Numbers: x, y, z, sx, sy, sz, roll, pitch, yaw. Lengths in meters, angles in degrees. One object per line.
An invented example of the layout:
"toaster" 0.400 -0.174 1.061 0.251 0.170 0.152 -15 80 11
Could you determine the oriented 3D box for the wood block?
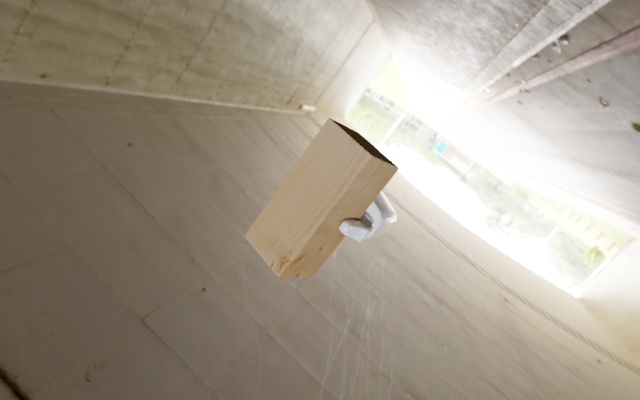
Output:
"wood block" 0.000 0.003 0.666 0.090 0.206 0.090 45 17 29
